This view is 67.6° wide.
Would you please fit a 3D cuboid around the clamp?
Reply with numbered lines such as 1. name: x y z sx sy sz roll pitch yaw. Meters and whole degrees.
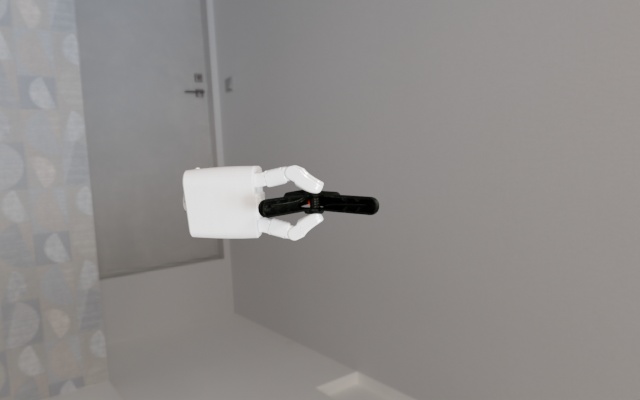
1. clamp: 0.000 0.003 0.733 0.164 0.036 0.210 0 5 1
